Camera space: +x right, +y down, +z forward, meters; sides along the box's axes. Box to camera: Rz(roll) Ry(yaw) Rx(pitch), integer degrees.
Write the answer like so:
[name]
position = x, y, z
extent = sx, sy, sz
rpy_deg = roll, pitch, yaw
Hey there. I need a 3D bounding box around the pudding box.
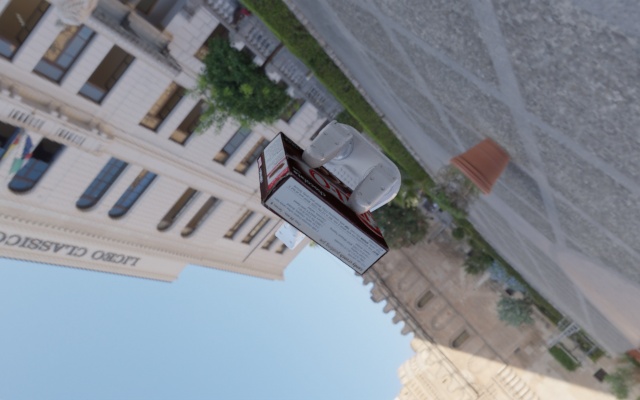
[pudding box]
position = 0.000, 0.001, 0.406
extent = 0.113, 0.039, 0.090
rpy_deg = 36, 16, -24
